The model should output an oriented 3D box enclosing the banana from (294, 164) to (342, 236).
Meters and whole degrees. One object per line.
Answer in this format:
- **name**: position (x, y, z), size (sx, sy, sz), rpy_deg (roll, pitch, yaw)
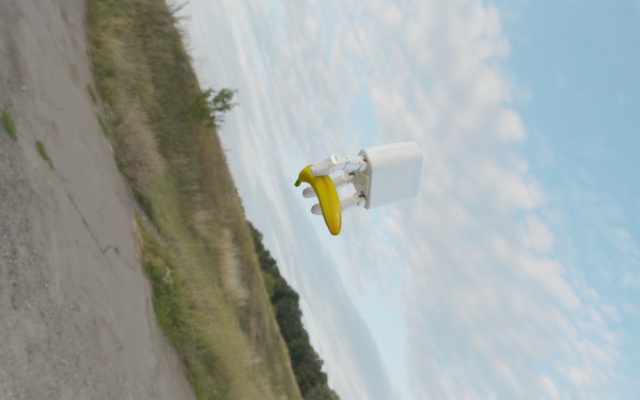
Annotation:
- **banana**: position (0.001, -0.015, 0.835), size (0.037, 0.070, 0.197), rpy_deg (-4, 29, -20)
